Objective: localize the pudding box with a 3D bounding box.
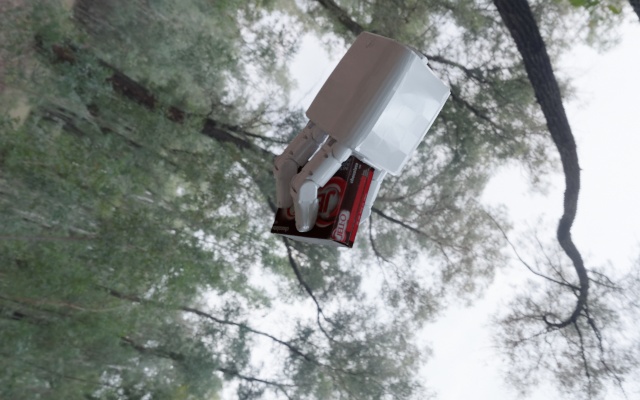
[{"bbox_3d":[0.000,0.002,0.520,0.039,0.090,0.113,26,-16,-32],"label":"pudding box"}]
